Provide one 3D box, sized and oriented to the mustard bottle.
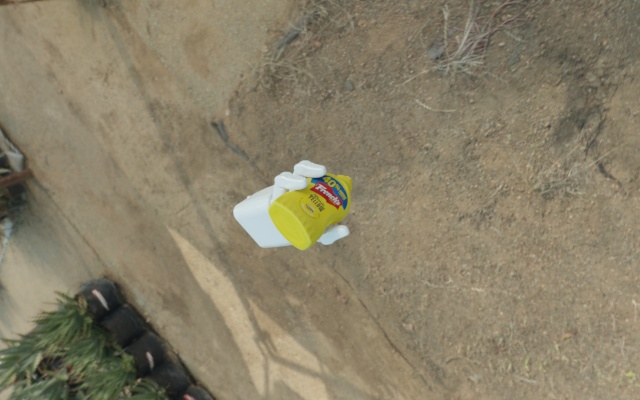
[{"bbox_3d":[0.000,0.003,0.839,0.191,0.096,0.058,-37,-7,-46],"label":"mustard bottle"}]
